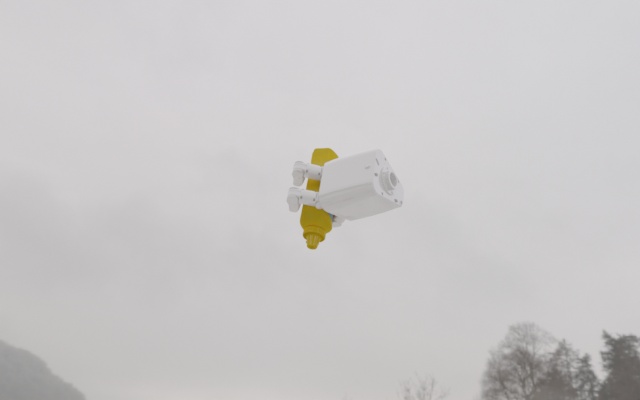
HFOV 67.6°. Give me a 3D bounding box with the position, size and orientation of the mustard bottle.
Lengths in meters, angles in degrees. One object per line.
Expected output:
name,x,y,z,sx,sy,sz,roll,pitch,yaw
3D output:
mustard bottle,0.000,0.003,0.882,0.058,0.191,0.096,1,-34,14
